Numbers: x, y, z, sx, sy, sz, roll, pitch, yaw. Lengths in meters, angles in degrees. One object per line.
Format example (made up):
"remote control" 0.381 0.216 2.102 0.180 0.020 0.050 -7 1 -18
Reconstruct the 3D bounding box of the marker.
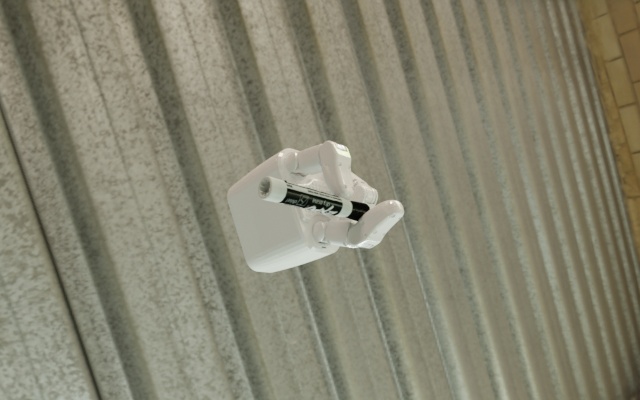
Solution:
"marker" 0.000 0.001 0.412 0.121 0.020 0.020 14 -10 -42
